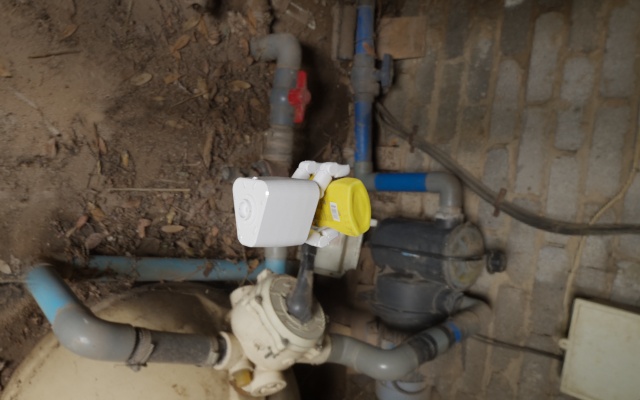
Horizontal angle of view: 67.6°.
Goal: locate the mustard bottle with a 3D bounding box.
[{"bbox_3d":[0.001,0.003,0.852,0.058,0.096,0.191,-30,26,-37],"label":"mustard bottle"}]
